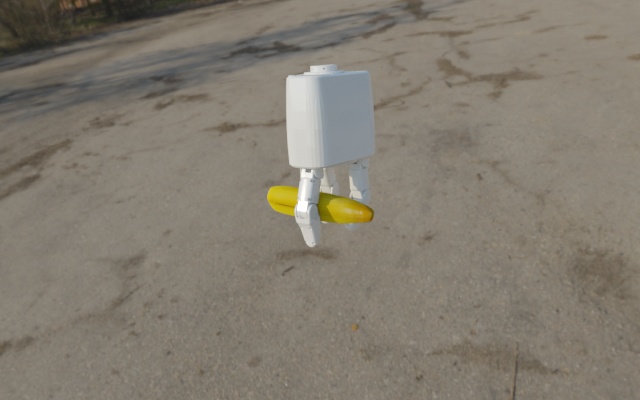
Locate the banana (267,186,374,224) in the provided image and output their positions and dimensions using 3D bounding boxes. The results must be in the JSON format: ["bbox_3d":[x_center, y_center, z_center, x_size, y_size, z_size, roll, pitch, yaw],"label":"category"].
[{"bbox_3d":[-0.017,0.002,0.628,0.069,0.037,0.198,-2,8,-36],"label":"banana"}]
